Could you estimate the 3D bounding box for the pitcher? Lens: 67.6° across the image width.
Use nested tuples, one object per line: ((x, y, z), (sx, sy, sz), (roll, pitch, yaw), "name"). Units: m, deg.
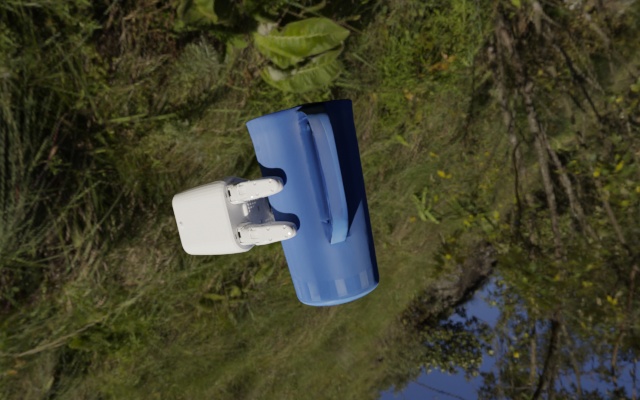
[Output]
((0.000, 0.002, 0.590), (0.145, 0.243, 0.149), (-10, 6, 32), "pitcher")
